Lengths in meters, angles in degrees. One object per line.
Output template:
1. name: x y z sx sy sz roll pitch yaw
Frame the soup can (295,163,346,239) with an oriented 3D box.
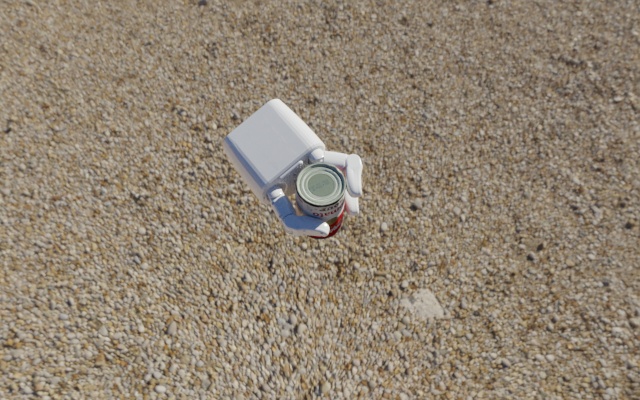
1. soup can: 0.000 0.002 0.658 0.068 0.068 0.102 0 -29 -1
